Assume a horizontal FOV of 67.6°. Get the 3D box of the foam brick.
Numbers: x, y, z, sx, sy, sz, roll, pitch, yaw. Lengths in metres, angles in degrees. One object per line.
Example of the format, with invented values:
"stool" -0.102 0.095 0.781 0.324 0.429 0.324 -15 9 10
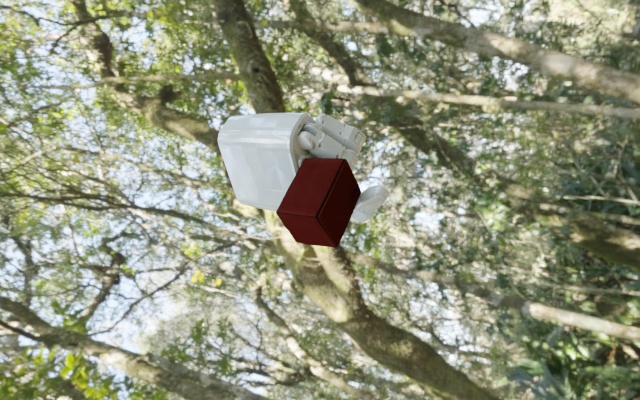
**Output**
"foam brick" 0.000 0.002 0.490 0.051 0.078 0.053 4 -39 31
